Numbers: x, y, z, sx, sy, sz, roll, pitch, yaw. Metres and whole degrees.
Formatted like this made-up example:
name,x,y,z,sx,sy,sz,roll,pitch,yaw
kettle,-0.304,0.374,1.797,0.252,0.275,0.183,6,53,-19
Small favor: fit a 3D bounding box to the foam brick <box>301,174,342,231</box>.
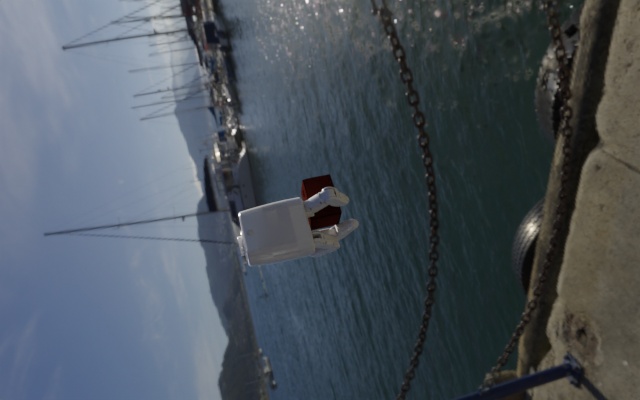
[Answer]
name,x,y,z,sx,sy,sz,roll,pitch,yaw
foam brick,0.000,0.002,0.827,0.051,0.078,0.053,-12,-24,-10
